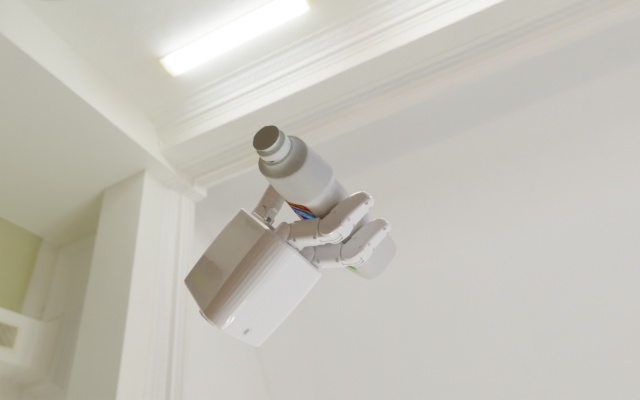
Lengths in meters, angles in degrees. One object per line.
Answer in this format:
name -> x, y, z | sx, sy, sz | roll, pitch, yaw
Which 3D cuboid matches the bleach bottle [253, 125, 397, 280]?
bleach bottle -> 0.000, 0.002, 0.526 | 0.102, 0.068, 0.251 | 32, -10, 40
